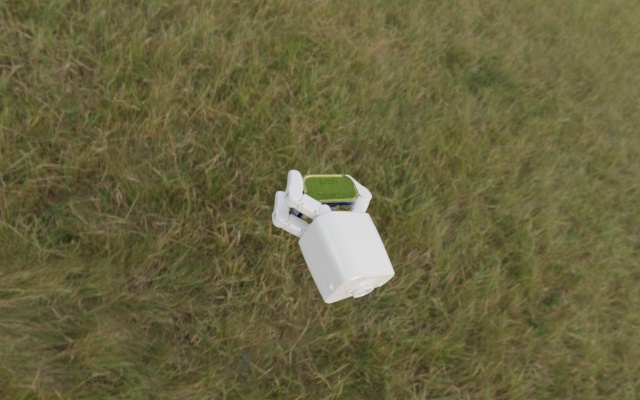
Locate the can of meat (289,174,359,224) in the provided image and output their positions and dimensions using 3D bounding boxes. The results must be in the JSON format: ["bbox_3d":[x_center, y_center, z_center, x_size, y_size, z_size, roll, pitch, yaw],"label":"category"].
[{"bbox_3d":[0.000,0.002,0.766,0.102,0.057,0.084,-3,-31,-29],"label":"can of meat"}]
